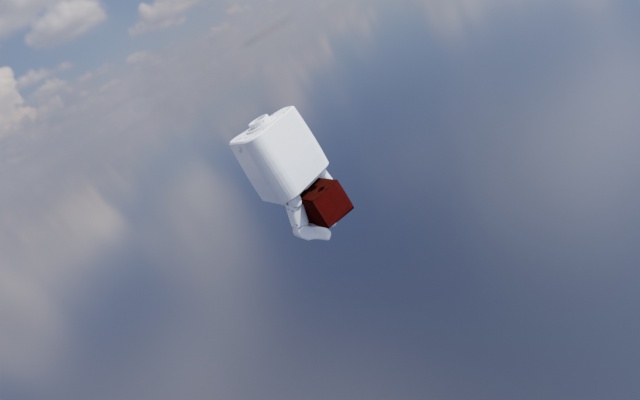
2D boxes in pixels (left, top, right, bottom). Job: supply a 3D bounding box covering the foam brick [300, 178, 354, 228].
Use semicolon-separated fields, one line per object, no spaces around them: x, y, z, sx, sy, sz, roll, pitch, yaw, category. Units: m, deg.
0.000;0.002;0.712;0.053;0.051;0.078;-39;22;-21;foam brick
